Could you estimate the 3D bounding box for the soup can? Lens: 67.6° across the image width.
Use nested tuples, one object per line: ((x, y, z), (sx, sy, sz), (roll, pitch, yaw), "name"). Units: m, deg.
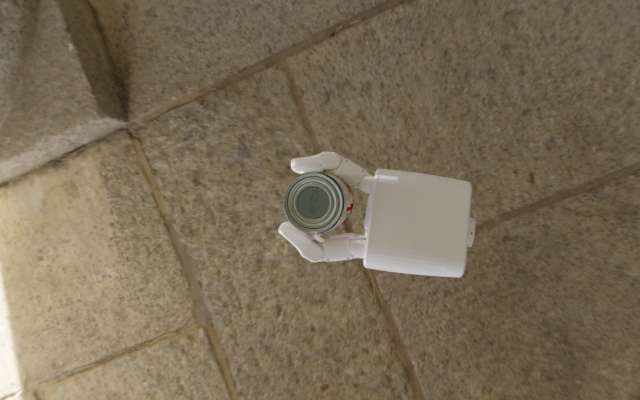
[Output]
((0.000, 0.002, 0.548), (0.068, 0.068, 0.102), (0, 1, 9), "soup can")
